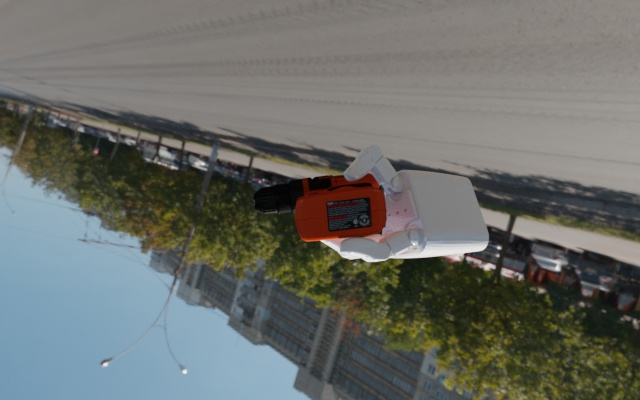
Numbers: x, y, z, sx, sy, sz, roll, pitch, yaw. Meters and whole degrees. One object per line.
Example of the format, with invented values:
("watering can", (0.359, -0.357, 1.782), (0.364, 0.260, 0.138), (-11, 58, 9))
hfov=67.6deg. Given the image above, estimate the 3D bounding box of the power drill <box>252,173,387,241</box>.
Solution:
("power drill", (0.000, 0.002, 0.624), (0.184, 0.057, 0.187), (-8, 12, -4))
